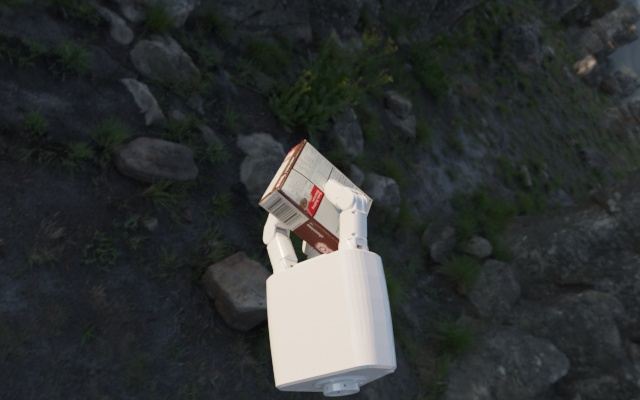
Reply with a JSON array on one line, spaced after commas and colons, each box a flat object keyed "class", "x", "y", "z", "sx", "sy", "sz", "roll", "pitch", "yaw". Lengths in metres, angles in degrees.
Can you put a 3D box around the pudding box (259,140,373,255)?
[{"class": "pudding box", "x": 0.000, "y": 0.002, "z": 0.524, "sx": 0.113, "sy": 0.090, "sz": 0.039, "roll": 42, "pitch": -47, "yaw": -17}]
